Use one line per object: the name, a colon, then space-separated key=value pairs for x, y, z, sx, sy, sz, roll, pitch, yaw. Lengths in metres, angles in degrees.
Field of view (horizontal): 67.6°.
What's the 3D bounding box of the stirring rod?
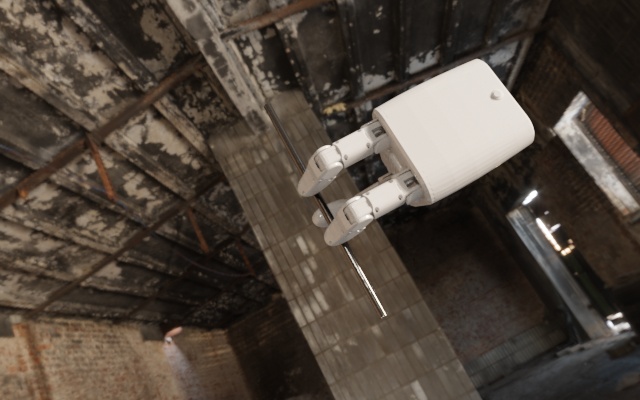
stirring rod: x=0.000 y=0.002 z=0.454 sx=0.011 sy=0.239 sz=0.011 roll=-26 pitch=-19 yaw=-10
